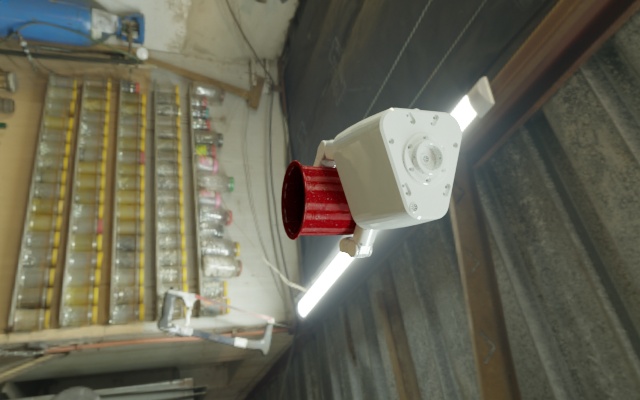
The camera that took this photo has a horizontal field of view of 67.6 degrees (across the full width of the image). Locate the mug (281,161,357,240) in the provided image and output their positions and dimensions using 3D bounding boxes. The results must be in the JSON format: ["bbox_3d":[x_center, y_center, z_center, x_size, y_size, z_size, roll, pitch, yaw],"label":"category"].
[{"bbox_3d":[0.000,0.002,0.585,0.081,0.093,0.117,2,-6,-21],"label":"mug"}]
